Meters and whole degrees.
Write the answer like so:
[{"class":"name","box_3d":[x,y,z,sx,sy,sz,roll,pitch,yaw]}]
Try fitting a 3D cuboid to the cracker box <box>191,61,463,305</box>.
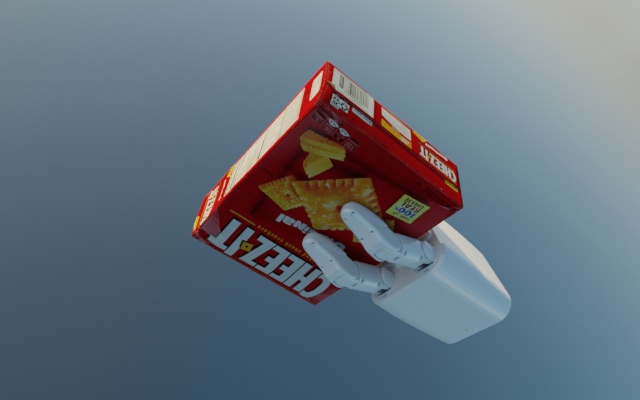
[{"class":"cracker box","box_3d":[0.000,0.001,0.465,0.164,0.072,0.214,34,-53,-21]}]
